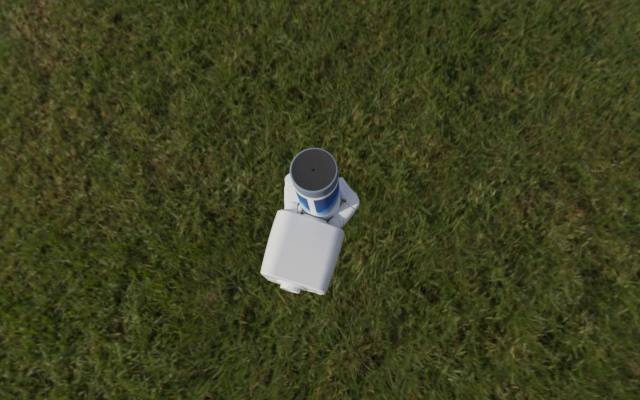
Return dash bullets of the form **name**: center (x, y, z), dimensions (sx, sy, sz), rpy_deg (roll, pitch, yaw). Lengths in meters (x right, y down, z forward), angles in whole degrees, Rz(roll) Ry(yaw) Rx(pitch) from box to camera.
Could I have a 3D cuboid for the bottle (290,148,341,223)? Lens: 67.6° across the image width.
- **bottle**: center (0.000, 0.002, 0.793), dimensions (0.069, 0.069, 0.296), rpy_deg (0, -18, 4)
